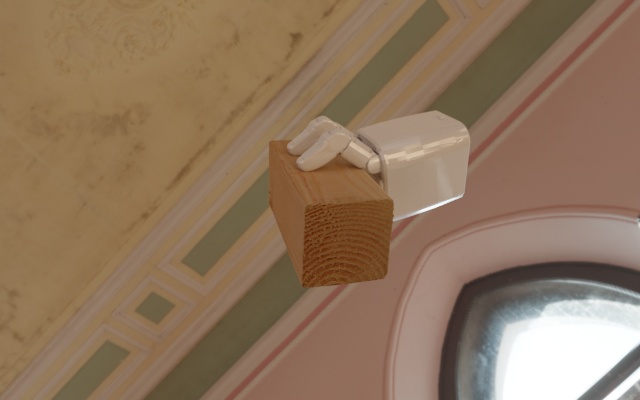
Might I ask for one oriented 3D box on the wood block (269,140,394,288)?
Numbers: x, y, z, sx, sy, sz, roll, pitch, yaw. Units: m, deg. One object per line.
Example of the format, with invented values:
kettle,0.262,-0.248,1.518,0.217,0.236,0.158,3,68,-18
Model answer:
wood block,0.000,0.002,0.544,0.090,0.091,0.206,-4,24,-14
